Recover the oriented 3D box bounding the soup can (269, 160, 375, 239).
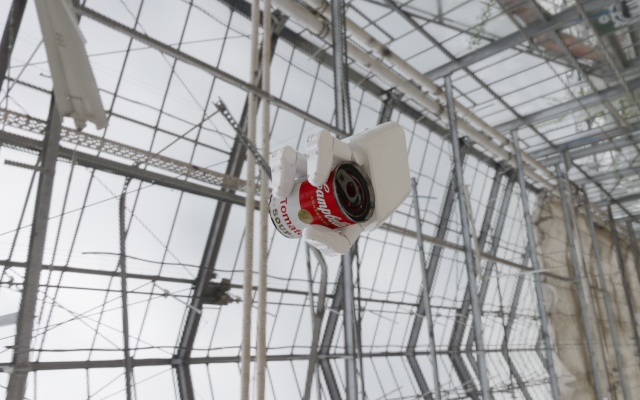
[{"bbox_3d":[0.000,0.002,0.532,0.102,0.068,0.068,-17,-11,40],"label":"soup can"}]
